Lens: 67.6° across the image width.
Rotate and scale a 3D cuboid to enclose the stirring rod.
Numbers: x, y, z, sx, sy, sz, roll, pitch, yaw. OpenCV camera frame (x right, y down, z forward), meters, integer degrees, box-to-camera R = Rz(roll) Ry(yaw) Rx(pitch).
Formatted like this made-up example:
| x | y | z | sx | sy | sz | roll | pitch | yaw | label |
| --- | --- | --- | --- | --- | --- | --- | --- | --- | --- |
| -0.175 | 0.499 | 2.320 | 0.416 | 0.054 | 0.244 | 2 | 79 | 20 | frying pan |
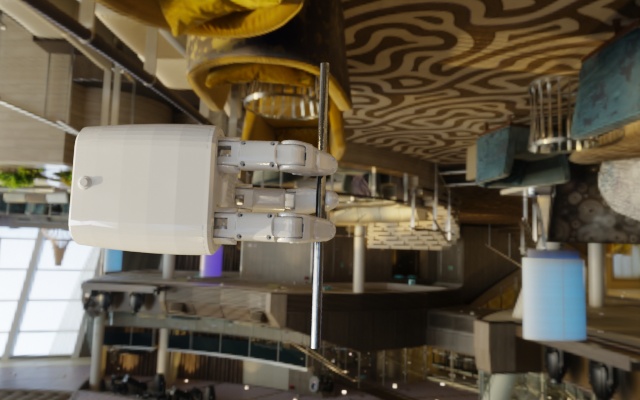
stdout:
| x | y | z | sx | sy | sz | roll | pitch | yaw | label |
| --- | --- | --- | --- | --- | --- | --- | --- | --- | --- |
| 0.000 | 0.001 | 0.403 | 0.011 | 0.239 | 0.011 | 2 | -5 | 0 | stirring rod |
